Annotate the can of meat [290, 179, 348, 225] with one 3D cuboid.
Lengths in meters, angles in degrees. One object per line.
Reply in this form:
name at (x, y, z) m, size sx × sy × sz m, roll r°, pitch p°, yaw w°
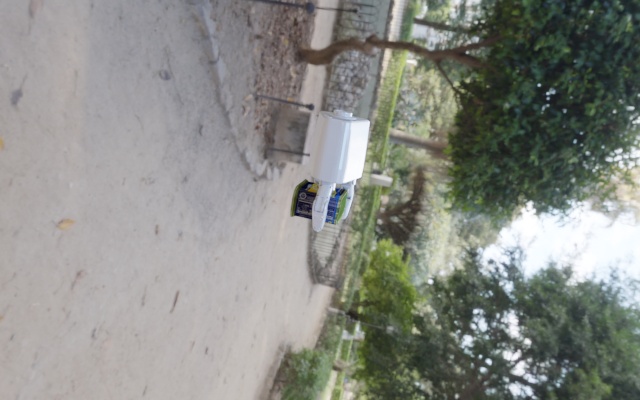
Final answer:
can of meat at (0.000, 0.003, 0.856) m, size 0.084 × 0.057 × 0.102 m, roll 12°, pitch 14°, yaw 8°
